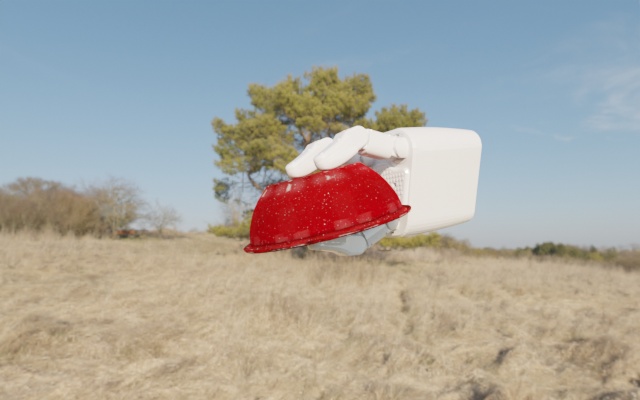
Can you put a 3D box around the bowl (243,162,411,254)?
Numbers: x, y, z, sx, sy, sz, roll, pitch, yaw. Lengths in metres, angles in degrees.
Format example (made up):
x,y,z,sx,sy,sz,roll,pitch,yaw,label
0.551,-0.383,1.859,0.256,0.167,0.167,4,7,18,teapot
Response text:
x,y,z,sx,sy,sz,roll,pitch,yaw,label
-0.001,0.001,0.449,0.162,0.055,0.162,-14,3,1,bowl
